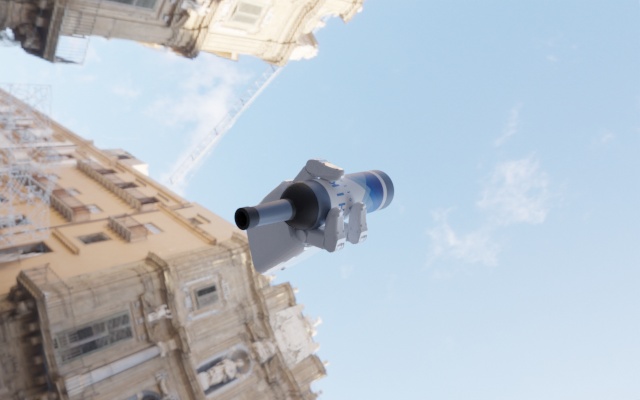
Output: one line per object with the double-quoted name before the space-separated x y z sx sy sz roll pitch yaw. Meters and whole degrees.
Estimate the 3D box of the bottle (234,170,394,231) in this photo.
"bottle" 0.000 0.002 0.670 0.069 0.069 0.295 0 8 39
